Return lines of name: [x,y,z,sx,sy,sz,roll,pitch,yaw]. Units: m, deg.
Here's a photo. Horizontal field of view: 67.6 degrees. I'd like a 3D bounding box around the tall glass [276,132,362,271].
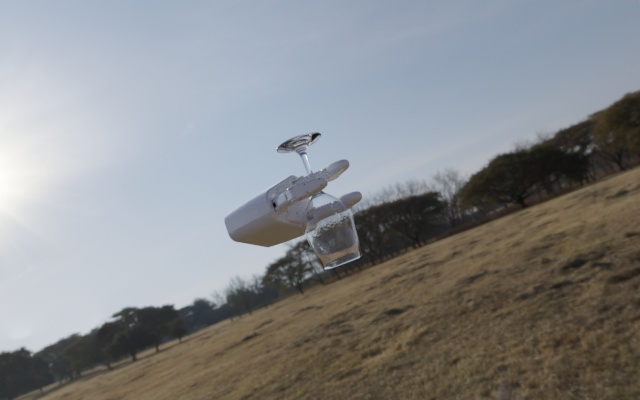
tall glass: [0.000,0.002,0.728,0.079,0.201,0.079,-20,-8,-3]
